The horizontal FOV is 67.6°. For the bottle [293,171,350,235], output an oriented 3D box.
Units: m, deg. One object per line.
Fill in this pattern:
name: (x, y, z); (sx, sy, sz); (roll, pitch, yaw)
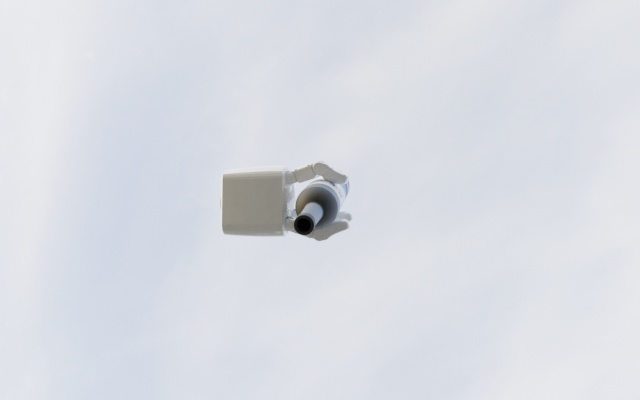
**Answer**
bottle: (0.000, 0.002, 0.756); (0.069, 0.069, 0.295); (0, 12, 9)
